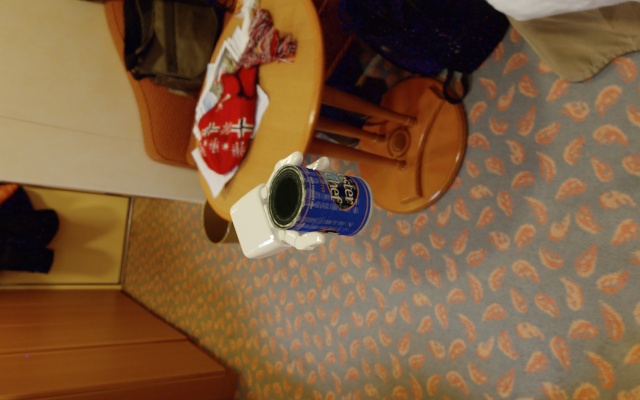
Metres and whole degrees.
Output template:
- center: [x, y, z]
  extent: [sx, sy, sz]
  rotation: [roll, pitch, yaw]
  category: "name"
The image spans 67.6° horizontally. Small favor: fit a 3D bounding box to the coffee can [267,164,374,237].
- center: [0.000, 0.003, 0.766]
  extent: [0.140, 0.103, 0.103]
  rotation: [8, -5, -38]
  category: "coffee can"
